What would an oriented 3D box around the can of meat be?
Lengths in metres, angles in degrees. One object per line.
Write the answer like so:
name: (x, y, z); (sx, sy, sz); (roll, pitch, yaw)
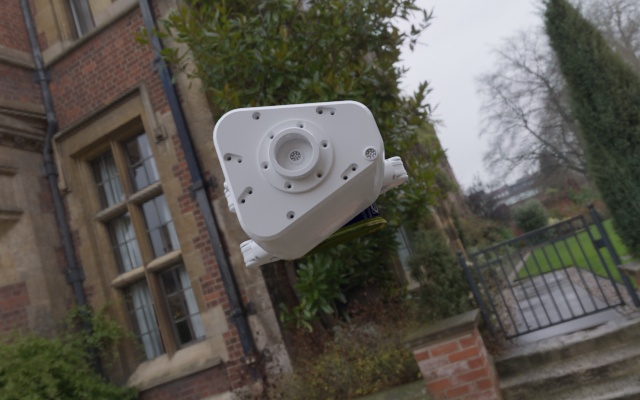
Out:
can of meat: (0.000, 0.001, 0.454); (0.102, 0.084, 0.057); (-20, -12, 3)
